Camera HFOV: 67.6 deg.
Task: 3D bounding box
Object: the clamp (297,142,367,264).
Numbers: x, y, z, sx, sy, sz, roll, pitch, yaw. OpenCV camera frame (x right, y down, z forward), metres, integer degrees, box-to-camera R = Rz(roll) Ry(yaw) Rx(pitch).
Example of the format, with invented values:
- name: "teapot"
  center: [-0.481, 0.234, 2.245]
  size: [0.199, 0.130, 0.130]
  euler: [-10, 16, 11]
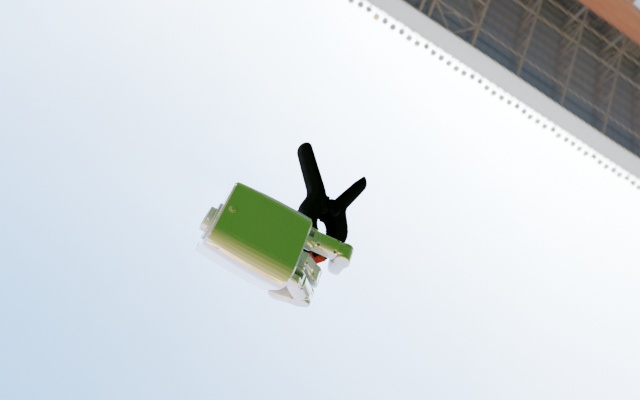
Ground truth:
- name: "clamp"
  center: [0.000, 0.003, 0.649]
  size: [0.120, 0.171, 0.039]
  euler: [32, -40, -16]
